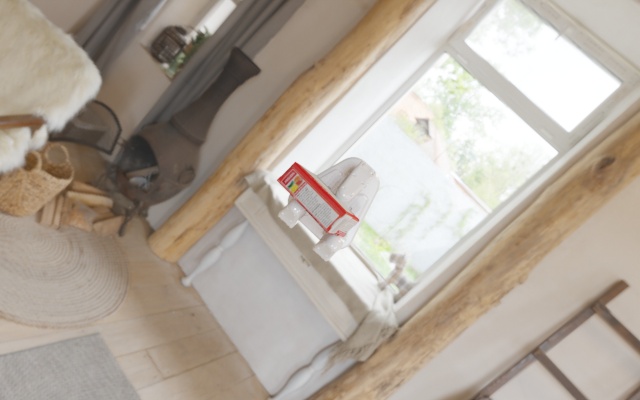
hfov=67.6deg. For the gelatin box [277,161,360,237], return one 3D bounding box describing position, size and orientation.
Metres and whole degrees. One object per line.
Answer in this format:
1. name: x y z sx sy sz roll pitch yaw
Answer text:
1. gelatin box: 0.000 0.001 0.491 0.073 0.030 0.089 46 4 14
